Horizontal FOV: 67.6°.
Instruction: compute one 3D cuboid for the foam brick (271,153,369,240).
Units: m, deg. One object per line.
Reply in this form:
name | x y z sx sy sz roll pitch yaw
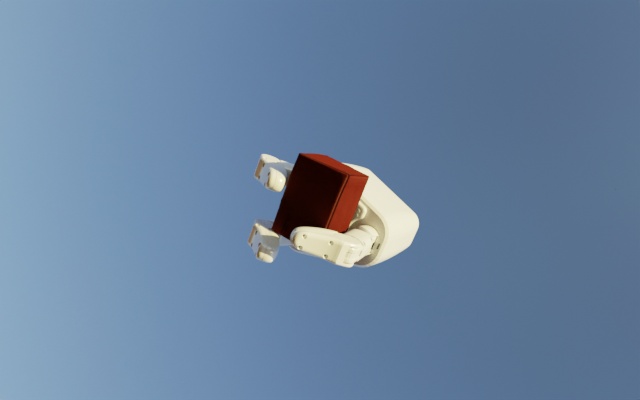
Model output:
foam brick | 0.000 0.001 0.433 0.053 0.078 0.051 28 16 23
